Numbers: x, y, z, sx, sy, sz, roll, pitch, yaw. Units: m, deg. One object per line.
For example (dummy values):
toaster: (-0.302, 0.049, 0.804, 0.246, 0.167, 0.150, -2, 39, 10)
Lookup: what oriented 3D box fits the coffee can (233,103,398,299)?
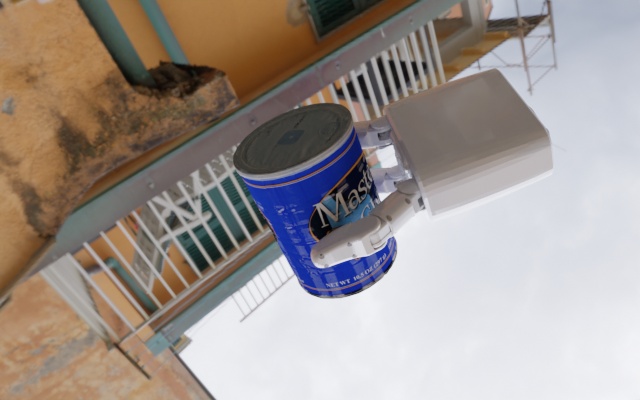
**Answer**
coffee can: (0.000, 0.001, 0.420, 0.103, 0.140, 0.102, -17, 33, 11)
